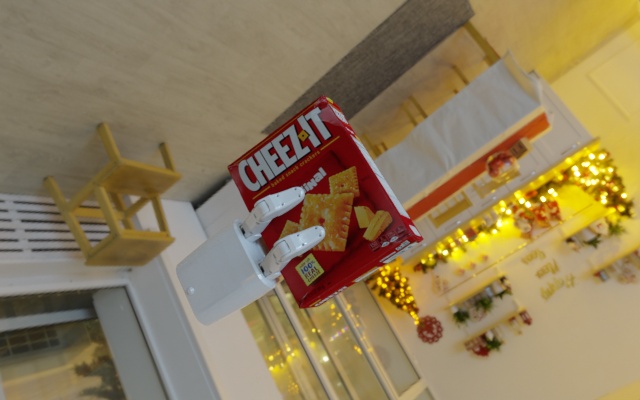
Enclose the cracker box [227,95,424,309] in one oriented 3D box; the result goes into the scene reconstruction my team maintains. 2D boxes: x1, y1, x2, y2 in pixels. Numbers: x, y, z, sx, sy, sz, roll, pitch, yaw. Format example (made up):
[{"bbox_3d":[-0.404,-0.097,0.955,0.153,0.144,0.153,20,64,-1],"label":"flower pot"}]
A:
[{"bbox_3d":[0.000,0.002,0.602,0.164,0.213,0.072,-35,-19,13],"label":"cracker box"}]
